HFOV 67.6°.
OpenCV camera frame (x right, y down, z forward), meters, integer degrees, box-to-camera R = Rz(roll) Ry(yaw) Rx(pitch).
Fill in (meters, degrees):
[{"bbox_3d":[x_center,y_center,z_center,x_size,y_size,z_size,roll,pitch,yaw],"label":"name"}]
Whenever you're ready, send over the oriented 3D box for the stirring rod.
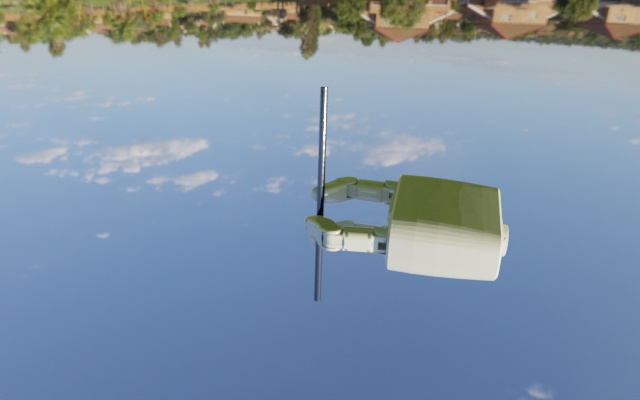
[{"bbox_3d":[0.000,0.002,0.510,0.011,0.240,0.011,2,20,-1],"label":"stirring rod"}]
